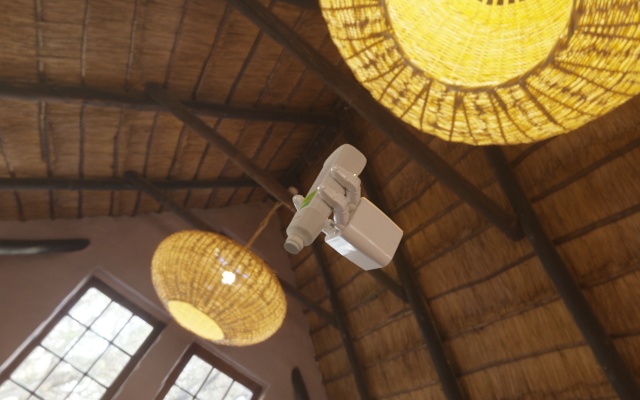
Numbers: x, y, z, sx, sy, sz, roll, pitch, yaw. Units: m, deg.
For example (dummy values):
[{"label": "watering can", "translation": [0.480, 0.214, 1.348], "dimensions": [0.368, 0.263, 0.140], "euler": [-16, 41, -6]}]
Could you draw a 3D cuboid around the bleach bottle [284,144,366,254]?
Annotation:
[{"label": "bleach bottle", "translation": [0.000, 0.003, 0.893], "dimensions": [0.068, 0.250, 0.103], "euler": [38, -39, -6]}]
